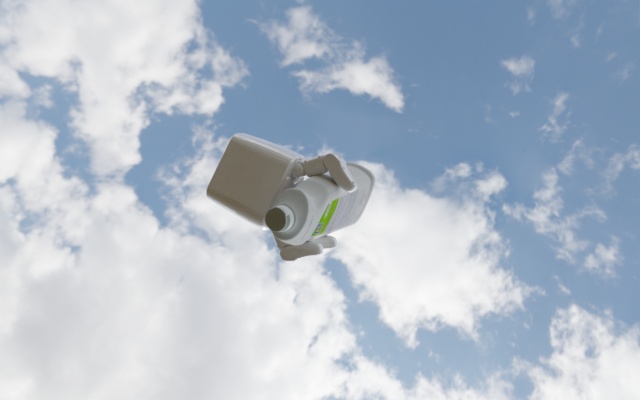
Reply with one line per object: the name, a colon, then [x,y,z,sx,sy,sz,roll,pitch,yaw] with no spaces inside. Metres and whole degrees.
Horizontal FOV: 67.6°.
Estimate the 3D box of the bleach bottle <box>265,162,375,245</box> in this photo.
bleach bottle: [0.000,0.002,0.663,0.068,0.102,0.251,25,15,19]
